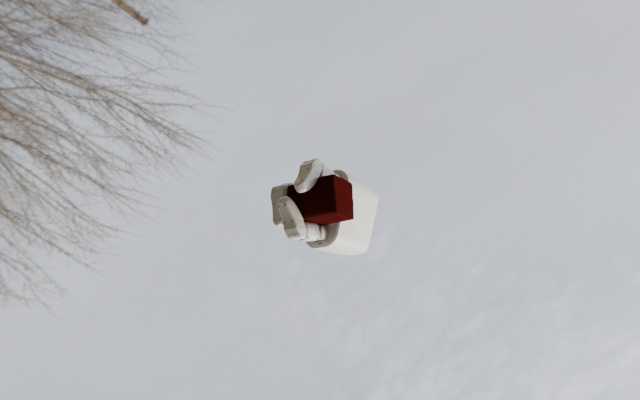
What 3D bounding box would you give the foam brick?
[{"bbox_3d":[0.000,0.002,0.648,0.078,0.053,0.051,-12,-20,32],"label":"foam brick"}]
